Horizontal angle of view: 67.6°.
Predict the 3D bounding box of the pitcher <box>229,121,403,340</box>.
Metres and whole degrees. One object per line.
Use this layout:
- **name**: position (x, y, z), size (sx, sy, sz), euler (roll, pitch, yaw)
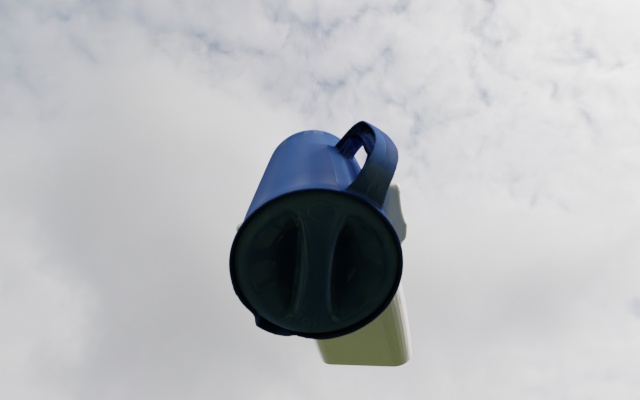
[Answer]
- **pitcher**: position (0.000, 0.002, 0.466), size (0.149, 0.145, 0.242), euler (-14, 22, 4)
